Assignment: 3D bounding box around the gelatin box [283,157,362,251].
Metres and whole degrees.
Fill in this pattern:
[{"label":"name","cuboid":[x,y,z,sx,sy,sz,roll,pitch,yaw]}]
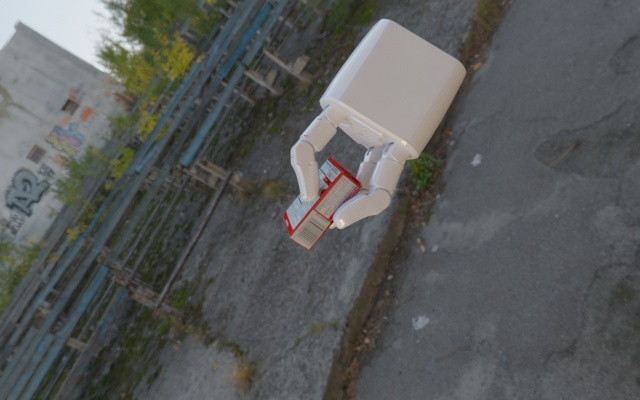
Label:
[{"label":"gelatin box","cuboid":[0.000,0.002,0.512,0.030,0.089,0.073,38,6,-18]}]
